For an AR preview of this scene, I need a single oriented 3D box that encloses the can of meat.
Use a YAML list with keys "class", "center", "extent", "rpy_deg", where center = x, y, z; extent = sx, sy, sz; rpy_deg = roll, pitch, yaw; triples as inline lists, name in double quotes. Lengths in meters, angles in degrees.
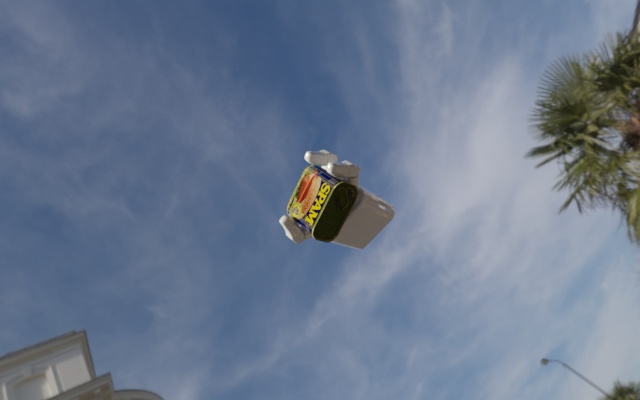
- class: "can of meat"
  center: [0.000, 0.002, 0.771]
  extent: [0.057, 0.102, 0.084]
  rpy_deg: [18, 12, -44]
